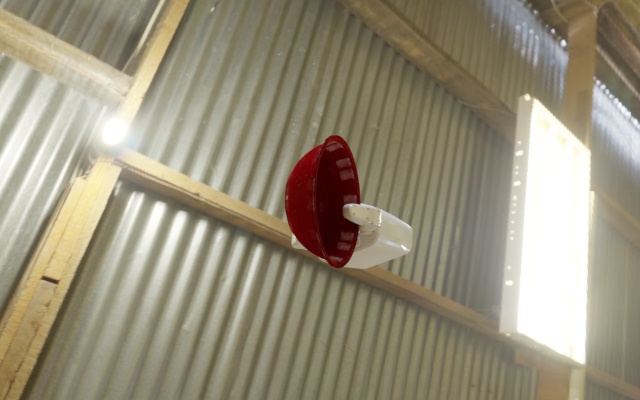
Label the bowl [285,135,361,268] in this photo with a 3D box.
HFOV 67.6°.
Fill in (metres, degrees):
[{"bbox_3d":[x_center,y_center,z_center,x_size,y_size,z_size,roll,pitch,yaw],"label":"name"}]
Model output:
[{"bbox_3d":[-0.001,0.001,0.588,0.055,0.162,0.162,-1,-1,22],"label":"bowl"}]
